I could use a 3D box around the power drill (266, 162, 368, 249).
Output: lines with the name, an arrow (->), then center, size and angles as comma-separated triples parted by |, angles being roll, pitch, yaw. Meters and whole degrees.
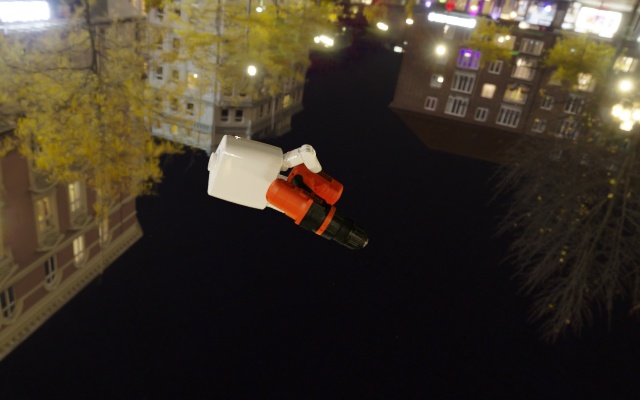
power drill -> 0.000, 0.003, 0.840 | 0.184, 0.057, 0.187 | 32, 15, -7
